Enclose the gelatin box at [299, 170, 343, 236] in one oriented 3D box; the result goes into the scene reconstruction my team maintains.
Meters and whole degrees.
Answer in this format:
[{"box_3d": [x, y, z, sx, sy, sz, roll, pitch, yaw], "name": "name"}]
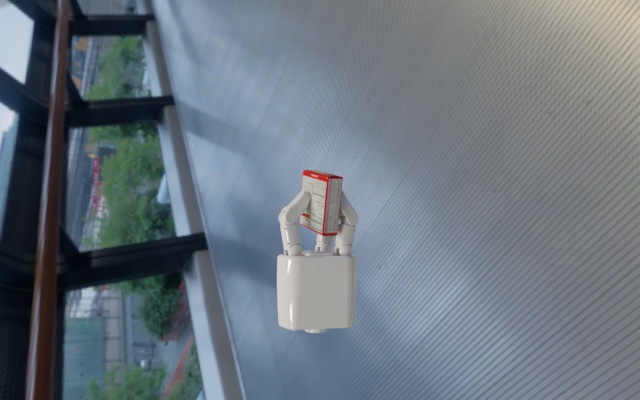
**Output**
[{"box_3d": [0.000, 0.002, 0.716, 0.030, 0.089, 0.073, -2, 12, -31], "name": "gelatin box"}]
